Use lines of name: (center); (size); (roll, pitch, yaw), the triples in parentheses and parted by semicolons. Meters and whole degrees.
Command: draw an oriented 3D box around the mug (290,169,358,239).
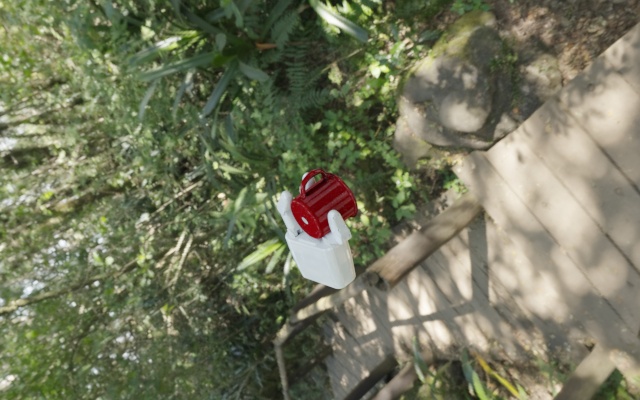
mug: (0.000, 0.002, 0.808); (0.081, 0.117, 0.093); (-36, 38, -23)
